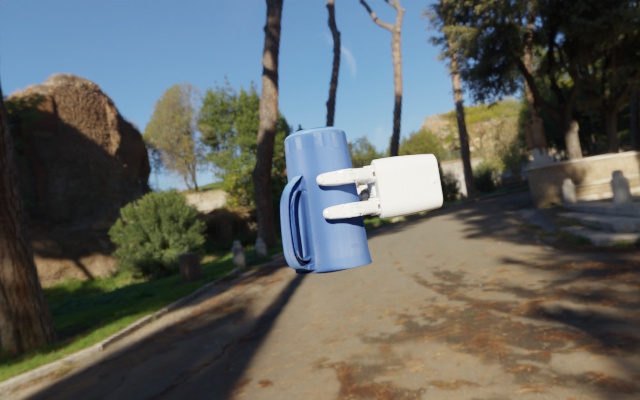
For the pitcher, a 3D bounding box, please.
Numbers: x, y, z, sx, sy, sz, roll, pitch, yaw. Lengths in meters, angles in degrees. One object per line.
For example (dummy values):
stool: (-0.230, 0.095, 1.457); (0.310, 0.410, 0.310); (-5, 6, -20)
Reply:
pitcher: (0.000, 0.003, 0.816); (0.145, 0.243, 0.149); (-8, -3, -4)
